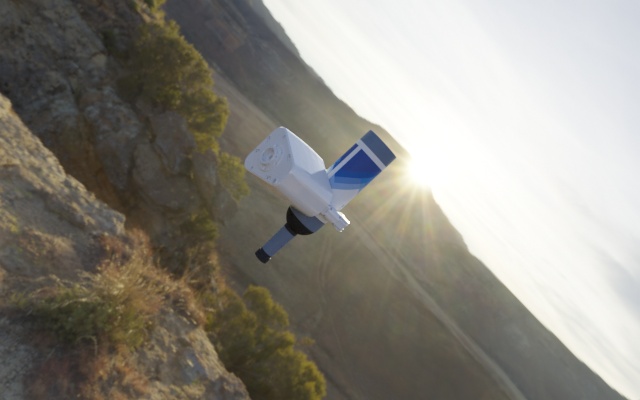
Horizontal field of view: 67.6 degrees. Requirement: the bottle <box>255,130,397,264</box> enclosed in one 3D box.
[{"bbox_3d":[0.000,0.003,0.829,0.296,0.069,0.069,-43,-7,7],"label":"bottle"}]
